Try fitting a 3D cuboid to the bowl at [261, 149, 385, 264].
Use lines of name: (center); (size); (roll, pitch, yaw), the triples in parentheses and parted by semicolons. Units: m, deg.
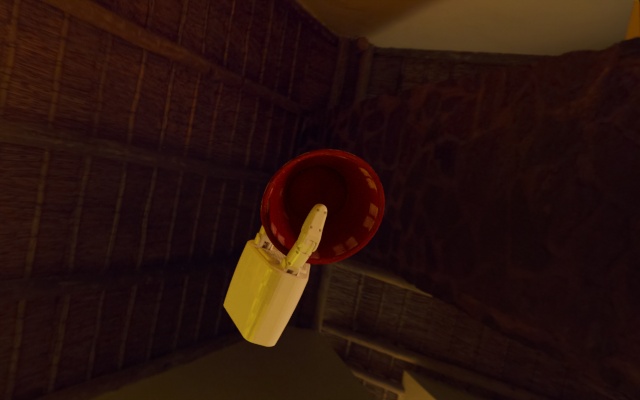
bowl: (0.001, 0.001, 0.634); (0.162, 0.162, 0.055); (0, 23, -11)
